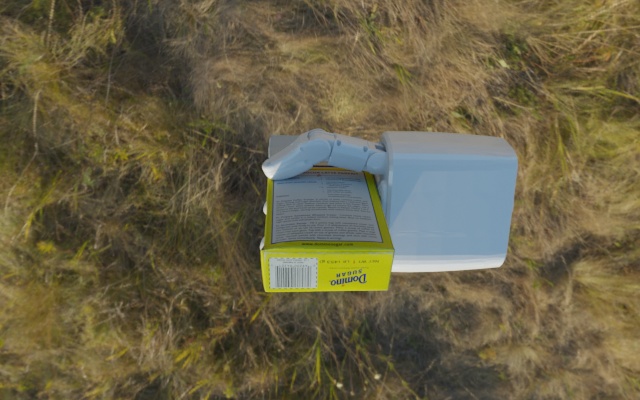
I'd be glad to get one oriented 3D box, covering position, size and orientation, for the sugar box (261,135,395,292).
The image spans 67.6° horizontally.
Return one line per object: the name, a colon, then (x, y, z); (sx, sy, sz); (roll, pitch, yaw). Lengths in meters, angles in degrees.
sugar box: (0.000, 0.002, 0.406); (0.093, 0.048, 0.176); (1, 31, -4)
